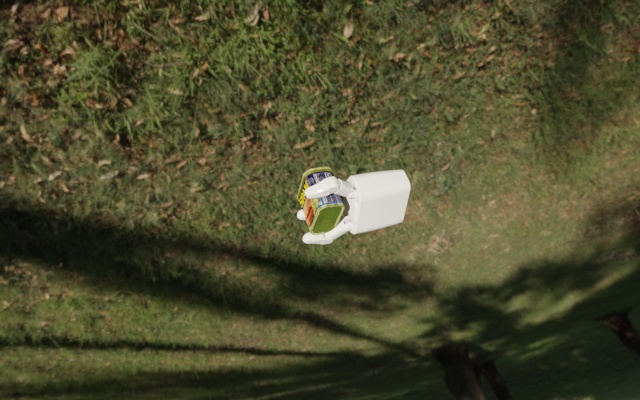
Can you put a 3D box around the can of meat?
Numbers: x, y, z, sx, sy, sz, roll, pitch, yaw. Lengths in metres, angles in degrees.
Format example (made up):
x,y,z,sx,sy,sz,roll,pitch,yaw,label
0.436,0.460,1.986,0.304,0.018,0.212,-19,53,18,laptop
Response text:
x,y,z,sx,sy,sz,roll,pitch,yaw,label
0.000,0.003,0.878,0.057,0.084,0.102,-8,-32,-20,can of meat
